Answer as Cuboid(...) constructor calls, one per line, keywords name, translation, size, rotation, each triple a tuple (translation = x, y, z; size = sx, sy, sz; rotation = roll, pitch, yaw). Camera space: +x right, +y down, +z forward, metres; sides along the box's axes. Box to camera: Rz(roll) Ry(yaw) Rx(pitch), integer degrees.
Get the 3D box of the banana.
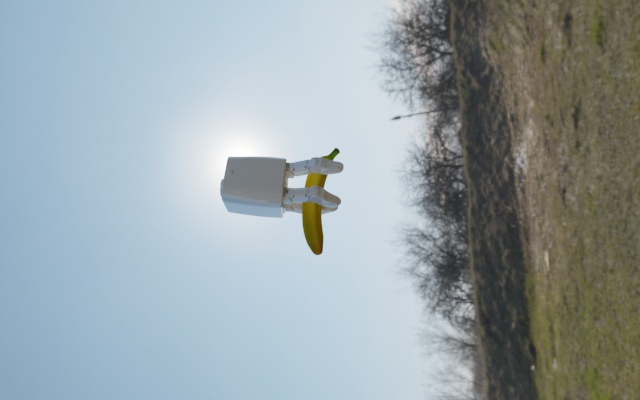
Cuboid(name="banana", translation=(-0.008, 0.002, 0.869), size=(0.037, 0.197, 0.069), rotation=(14, -12, -25))
